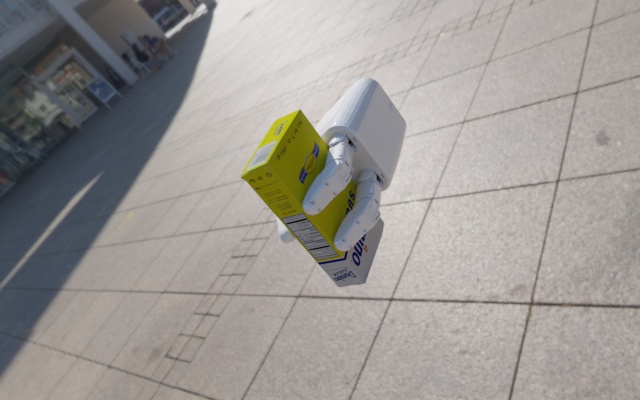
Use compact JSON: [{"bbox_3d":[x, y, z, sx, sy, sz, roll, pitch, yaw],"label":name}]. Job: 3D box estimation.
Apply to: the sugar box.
[{"bbox_3d":[0.000,0.001,0.508,0.048,0.093,0.176,-18,-56,39],"label":"sugar box"}]
